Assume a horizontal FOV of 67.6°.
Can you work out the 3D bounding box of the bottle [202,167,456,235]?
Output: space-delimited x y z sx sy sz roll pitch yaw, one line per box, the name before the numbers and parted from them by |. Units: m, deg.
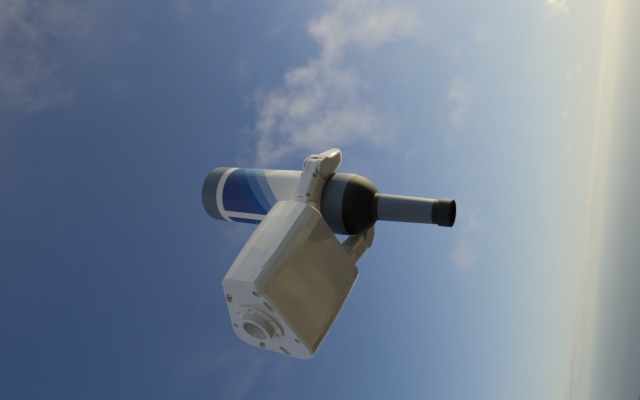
bottle | 0.000 0.002 0.532 0.295 0.069 0.069 5 2 30
